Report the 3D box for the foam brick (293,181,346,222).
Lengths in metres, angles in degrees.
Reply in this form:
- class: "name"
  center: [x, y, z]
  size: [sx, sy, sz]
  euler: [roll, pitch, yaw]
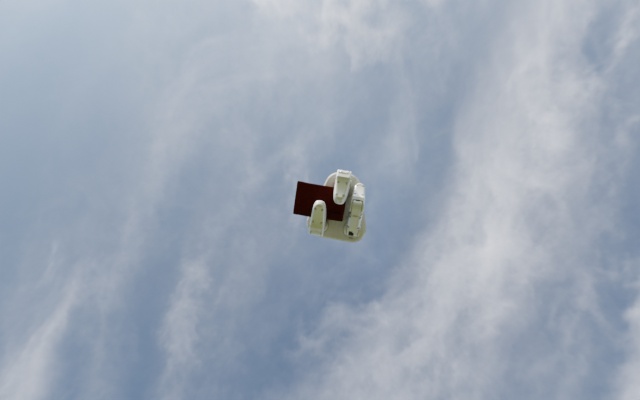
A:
- class: "foam brick"
  center: [0.000, 0.002, 0.749]
  size: [0.078, 0.053, 0.051]
  euler: [10, -1, 4]
